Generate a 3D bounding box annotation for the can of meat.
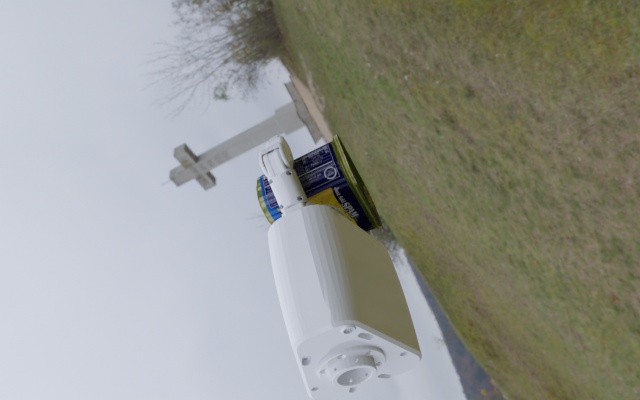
[{"bbox_3d":[0.000,0.001,0.440,0.084,0.057,0.102,-25,-42,9],"label":"can of meat"}]
